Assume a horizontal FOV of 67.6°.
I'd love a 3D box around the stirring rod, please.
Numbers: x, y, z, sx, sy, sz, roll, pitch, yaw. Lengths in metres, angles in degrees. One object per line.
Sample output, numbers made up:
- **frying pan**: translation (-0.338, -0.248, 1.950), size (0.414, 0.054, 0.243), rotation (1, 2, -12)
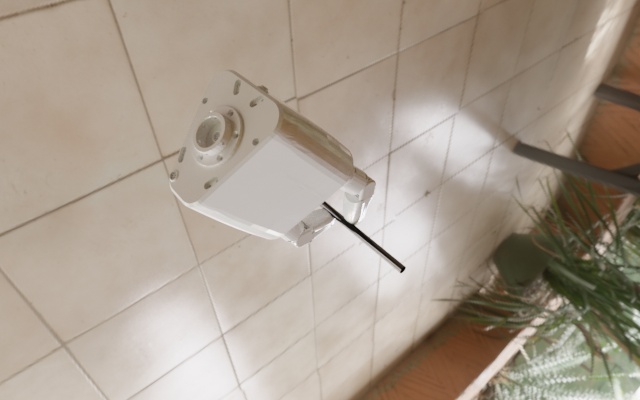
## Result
- **stirring rod**: translation (0.000, 0.002, 0.512), size (0.011, 0.011, 0.239), rotation (0, 32, -49)
